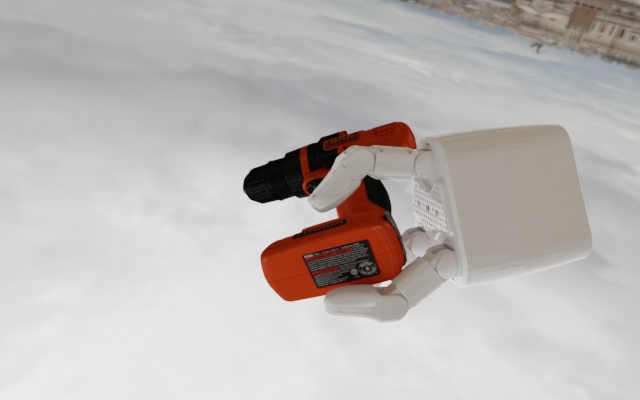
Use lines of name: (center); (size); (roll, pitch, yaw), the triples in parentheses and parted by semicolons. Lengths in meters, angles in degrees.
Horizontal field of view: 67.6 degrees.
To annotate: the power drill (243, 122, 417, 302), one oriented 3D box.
power drill: (0.000, 0.002, 0.427); (0.184, 0.057, 0.187); (-17, 32, 16)
